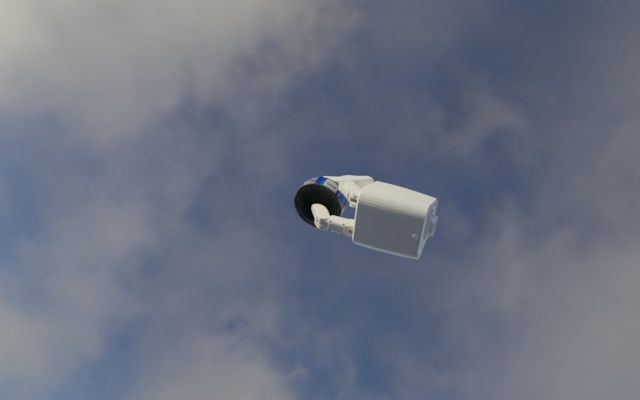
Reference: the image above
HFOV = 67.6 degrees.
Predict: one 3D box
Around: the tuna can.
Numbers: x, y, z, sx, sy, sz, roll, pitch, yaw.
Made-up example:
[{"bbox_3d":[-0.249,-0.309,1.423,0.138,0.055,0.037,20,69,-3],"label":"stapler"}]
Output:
[{"bbox_3d":[0.000,0.002,0.823,0.086,0.086,0.033,0,27,24],"label":"tuna can"}]
